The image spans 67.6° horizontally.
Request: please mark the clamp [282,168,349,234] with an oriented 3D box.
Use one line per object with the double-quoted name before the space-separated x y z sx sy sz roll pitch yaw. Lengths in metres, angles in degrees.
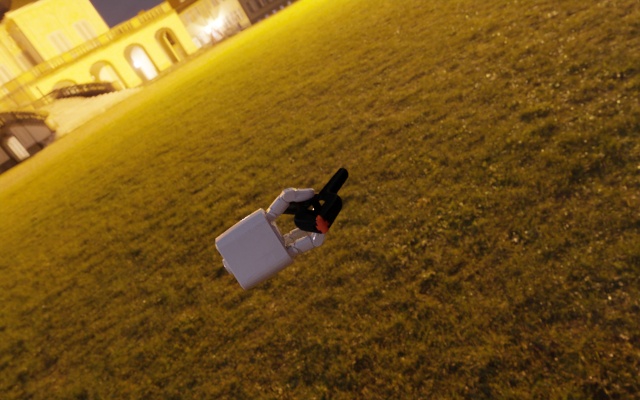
"clamp" 0.000 0.003 0.891 0.164 0.036 0.210 -32 20 -2
